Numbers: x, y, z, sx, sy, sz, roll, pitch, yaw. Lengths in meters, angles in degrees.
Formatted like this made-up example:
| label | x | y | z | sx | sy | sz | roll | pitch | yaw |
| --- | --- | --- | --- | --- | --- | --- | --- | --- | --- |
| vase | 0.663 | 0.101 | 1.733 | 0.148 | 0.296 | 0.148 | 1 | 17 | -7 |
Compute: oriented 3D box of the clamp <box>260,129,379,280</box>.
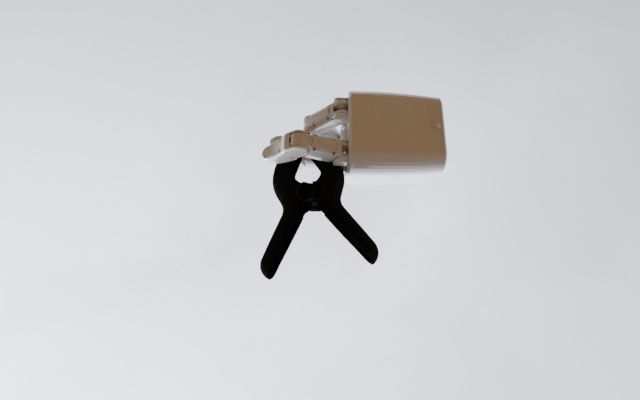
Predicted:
| label | x | y | z | sx | sy | sz | roll | pitch | yaw |
| --- | --- | --- | --- | --- | --- | --- | --- | --- | --- |
| clamp | 0.000 | 0.002 | 0.515 | 0.120 | 0.171 | 0.039 | 2 | -23 | -2 |
